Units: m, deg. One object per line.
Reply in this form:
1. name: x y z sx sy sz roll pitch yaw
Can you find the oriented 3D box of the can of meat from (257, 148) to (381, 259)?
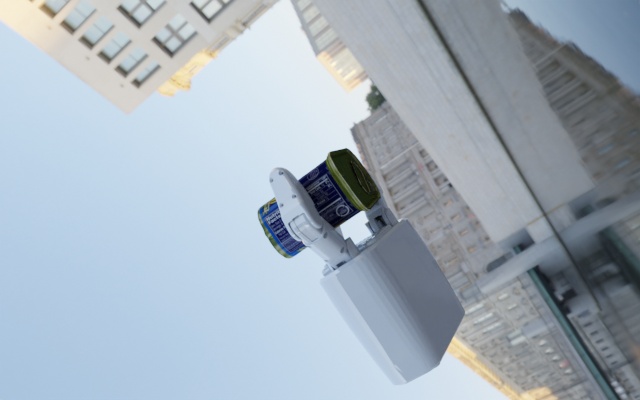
1. can of meat: 0.000 0.002 0.427 0.084 0.057 0.102 -35 -1 17
